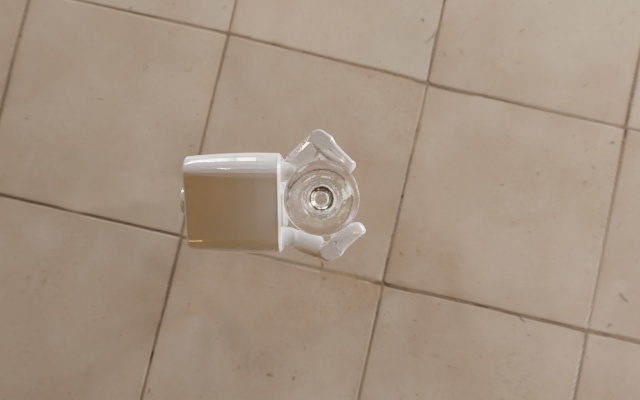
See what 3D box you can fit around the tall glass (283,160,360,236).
[{"bbox_3d":[0.000,0.002,0.560,0.079,0.079,0.201,0,-3,0],"label":"tall glass"}]
